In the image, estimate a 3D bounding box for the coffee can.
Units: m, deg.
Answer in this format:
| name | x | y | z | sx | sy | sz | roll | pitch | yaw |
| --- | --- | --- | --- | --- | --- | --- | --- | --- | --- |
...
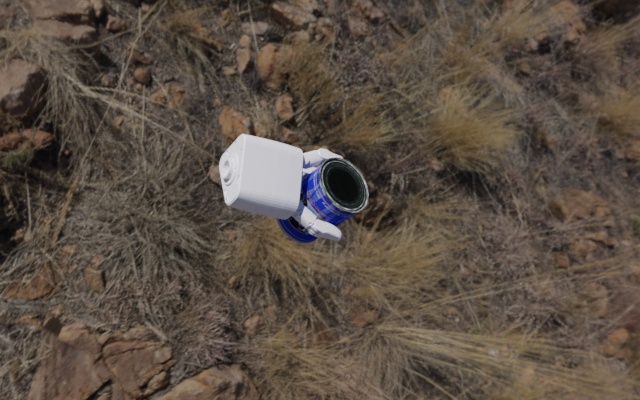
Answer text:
| name | x | y | z | sx | sy | sz | roll | pitch | yaw |
| --- | --- | --- | --- | --- | --- | --- | --- | --- | --- |
| coffee can | 0.000 | 0.003 | 0.832 | 0.103 | 0.102 | 0.140 | 0 | -25 | -39 |
